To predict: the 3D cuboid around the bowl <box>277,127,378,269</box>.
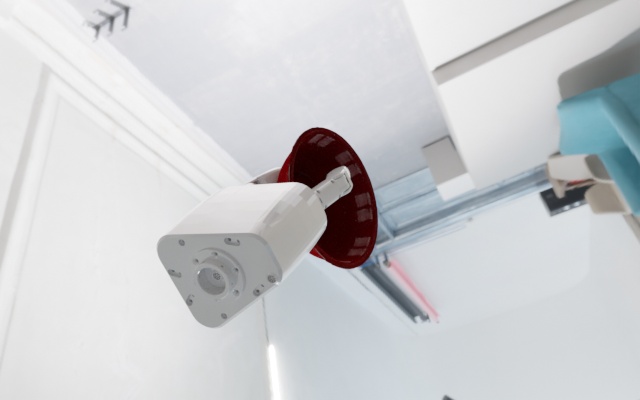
[{"bbox_3d":[0.000,0.002,0.543,0.055,0.162,0.162,-17,-10,36],"label":"bowl"}]
